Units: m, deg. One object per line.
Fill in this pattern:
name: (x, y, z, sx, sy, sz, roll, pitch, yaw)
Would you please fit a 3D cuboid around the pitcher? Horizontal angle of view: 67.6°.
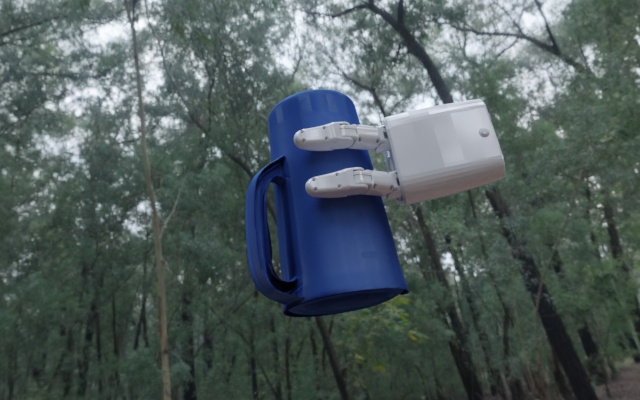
pitcher: (0.000, 0.002, 0.530, 0.145, 0.242, 0.149, -13, -21, 6)
